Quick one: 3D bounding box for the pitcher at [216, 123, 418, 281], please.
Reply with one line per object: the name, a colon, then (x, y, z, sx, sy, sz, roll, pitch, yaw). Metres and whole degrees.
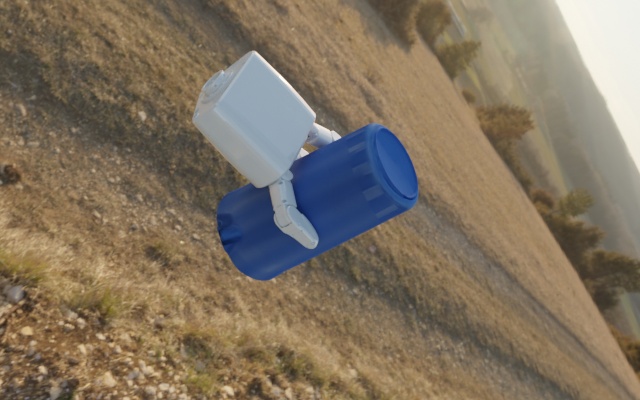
pitcher: (0.000, 0.002, 0.609, 0.243, 0.149, 0.145, -26, -57, 31)
